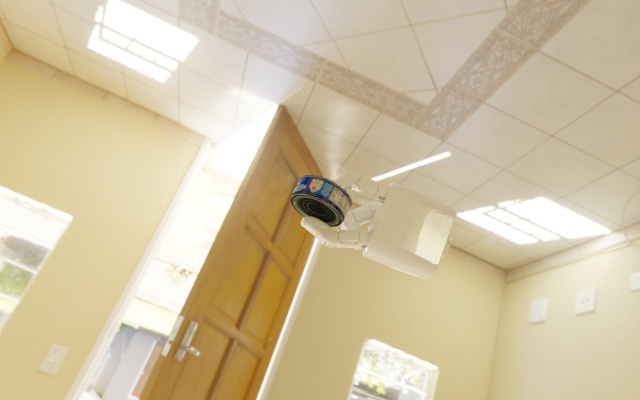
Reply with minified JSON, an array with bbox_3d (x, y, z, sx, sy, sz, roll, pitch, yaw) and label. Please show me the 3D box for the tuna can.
[{"bbox_3d":[0.000,0.003,0.692,0.086,0.033,0.086,21,-26,11],"label":"tuna can"}]
